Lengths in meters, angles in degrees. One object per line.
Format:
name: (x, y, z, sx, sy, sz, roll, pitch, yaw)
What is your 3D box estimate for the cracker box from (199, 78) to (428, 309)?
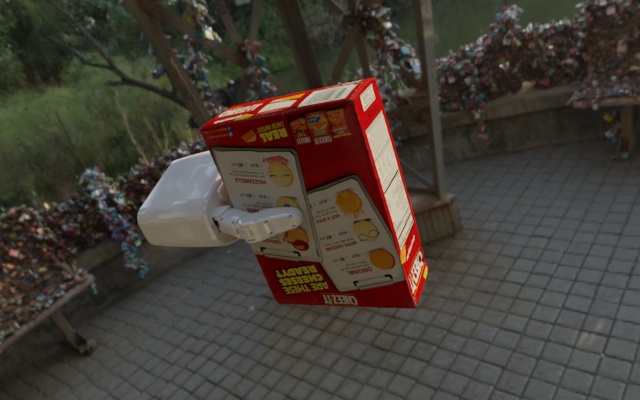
cracker box: (0.000, 0.001, 0.470, 0.164, 0.214, 0.072, -5, 29, 30)
